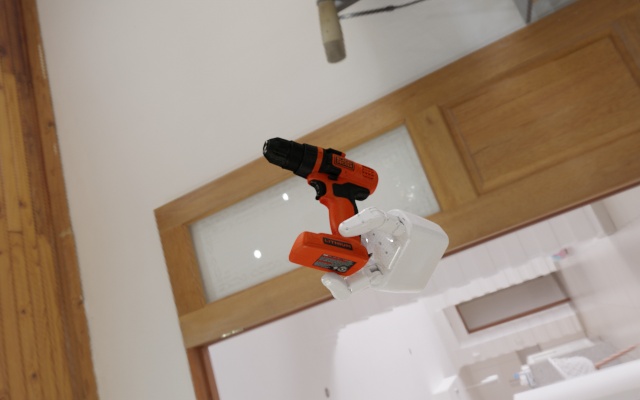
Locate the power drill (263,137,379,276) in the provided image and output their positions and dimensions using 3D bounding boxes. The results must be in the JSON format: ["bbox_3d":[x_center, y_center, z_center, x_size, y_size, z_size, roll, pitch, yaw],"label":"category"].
[{"bbox_3d":[0.000,0.003,0.670,0.184,0.187,0.057,16,-38,-18],"label":"power drill"}]
